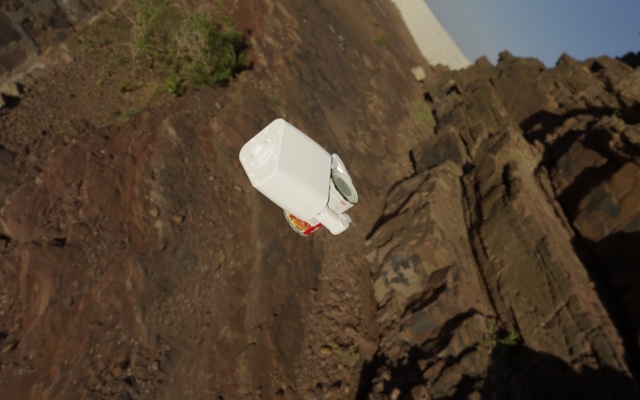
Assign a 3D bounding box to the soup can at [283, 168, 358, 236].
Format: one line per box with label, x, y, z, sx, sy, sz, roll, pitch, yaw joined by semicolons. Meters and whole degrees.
soup can;0.001;0.003;0.763;0.102;0.068;0.068;-35;-15;23
